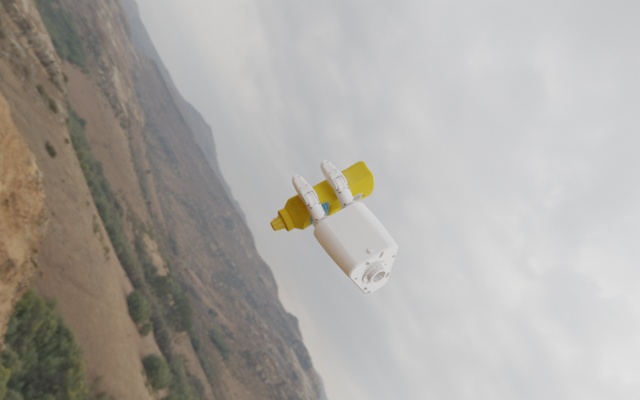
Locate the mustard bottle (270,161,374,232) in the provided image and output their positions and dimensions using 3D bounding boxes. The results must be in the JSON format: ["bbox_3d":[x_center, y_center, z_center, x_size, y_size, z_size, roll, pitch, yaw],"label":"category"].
[{"bbox_3d":[0.000,0.002,0.840,0.191,0.058,0.096,-28,-16,-14],"label":"mustard bottle"}]
